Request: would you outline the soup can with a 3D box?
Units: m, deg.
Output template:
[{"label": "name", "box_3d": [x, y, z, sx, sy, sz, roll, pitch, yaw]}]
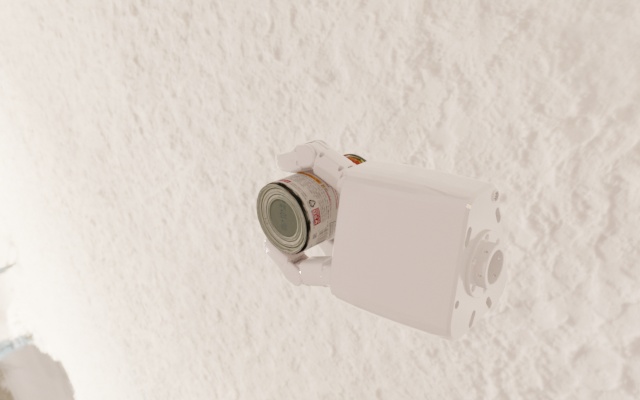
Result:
[{"label": "soup can", "box_3d": [-0.001, 0.001, 0.445, 0.068, 0.068, 0.102, 0, 18, 46]}]
